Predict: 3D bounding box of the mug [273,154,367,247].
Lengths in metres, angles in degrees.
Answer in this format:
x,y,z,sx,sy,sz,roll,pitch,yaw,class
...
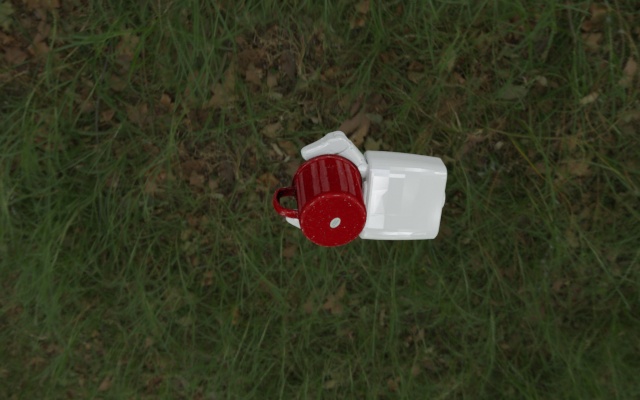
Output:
x,y,z,sx,sy,sz,roll,pitch,yaw,class
-0.001,0.002,0.587,0.117,0.093,0.081,2,34,-7,mug
